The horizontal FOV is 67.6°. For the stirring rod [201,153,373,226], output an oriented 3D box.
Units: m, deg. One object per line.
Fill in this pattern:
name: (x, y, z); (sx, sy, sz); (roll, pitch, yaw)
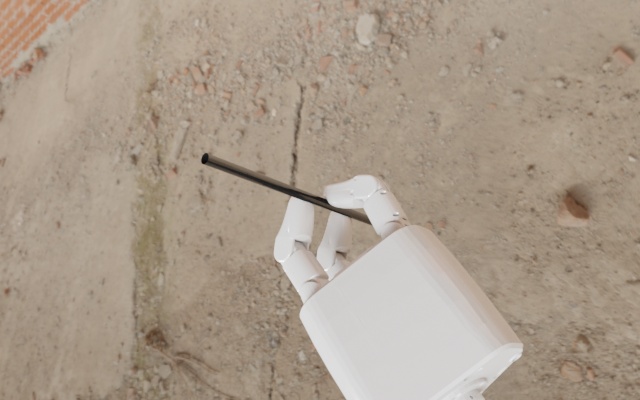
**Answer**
stirring rod: (0.000, 0.001, 0.404); (0.011, 0.011, 0.239); (0, -14, 41)
